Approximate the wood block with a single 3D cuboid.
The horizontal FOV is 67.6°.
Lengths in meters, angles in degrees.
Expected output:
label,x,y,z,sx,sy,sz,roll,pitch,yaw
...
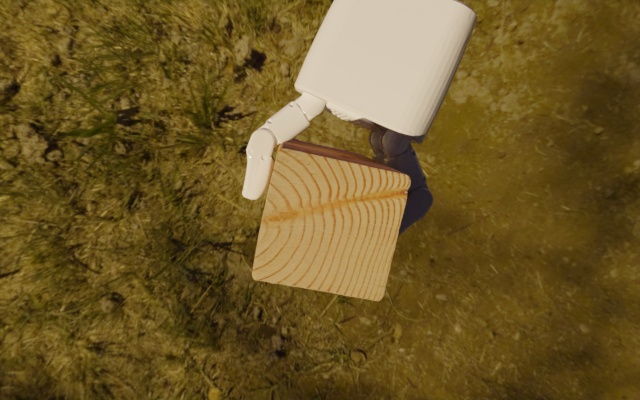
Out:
label,x,y,z,sx,sy,sz,roll,pitch,yaw
wood block,0.000,0.001,0.409,0.091,0.090,0.206,12,8,-5
